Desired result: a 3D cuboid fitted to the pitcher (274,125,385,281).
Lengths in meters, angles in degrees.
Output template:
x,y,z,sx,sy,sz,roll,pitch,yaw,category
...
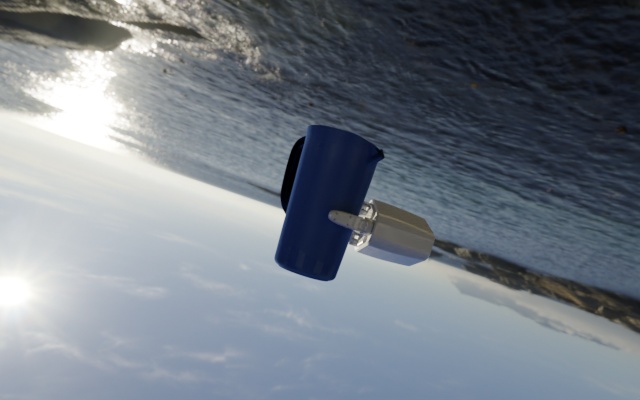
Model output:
x,y,z,sx,sy,sz,roll,pitch,yaw,category
0.000,0.003,0.806,0.145,0.243,0.149,18,-2,-7,pitcher
